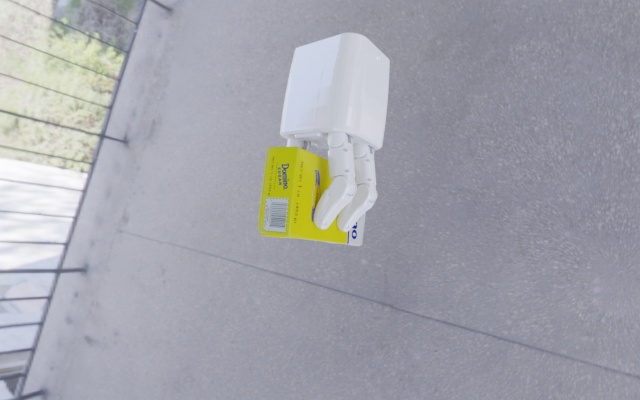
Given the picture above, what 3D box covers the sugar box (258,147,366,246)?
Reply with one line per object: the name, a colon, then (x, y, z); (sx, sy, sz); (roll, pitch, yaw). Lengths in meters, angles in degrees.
sugar box: (0.001, 0.002, 0.552); (0.048, 0.093, 0.176); (4, -5, 32)
